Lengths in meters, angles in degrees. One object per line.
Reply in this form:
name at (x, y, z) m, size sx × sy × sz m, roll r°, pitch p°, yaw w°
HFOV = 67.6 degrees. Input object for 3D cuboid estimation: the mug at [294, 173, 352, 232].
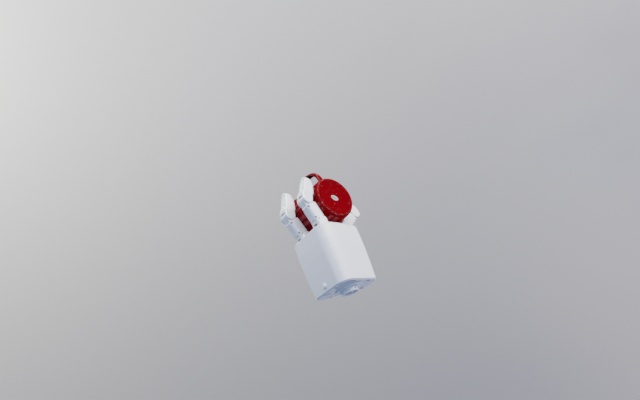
mug at (0.000, 0.002, 0.882) m, size 0.093 × 0.117 × 0.081 m, roll -3°, pitch -29°, yaw -42°
